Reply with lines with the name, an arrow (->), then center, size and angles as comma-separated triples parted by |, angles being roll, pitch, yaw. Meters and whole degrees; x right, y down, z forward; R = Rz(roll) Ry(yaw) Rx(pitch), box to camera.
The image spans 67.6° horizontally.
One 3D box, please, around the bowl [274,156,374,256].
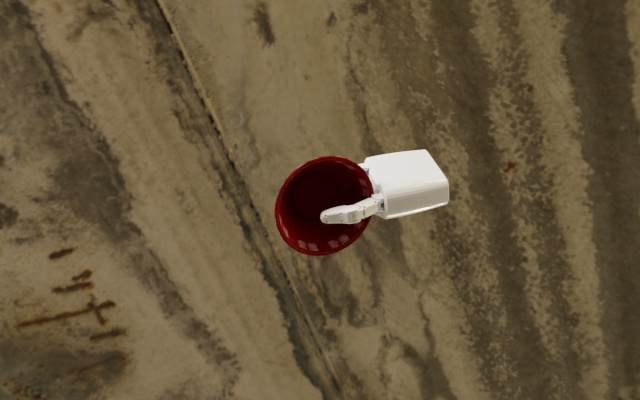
bowl -> -0.001, 0.002, 0.741 | 0.162, 0.162, 0.055 | 0, 20, -22
